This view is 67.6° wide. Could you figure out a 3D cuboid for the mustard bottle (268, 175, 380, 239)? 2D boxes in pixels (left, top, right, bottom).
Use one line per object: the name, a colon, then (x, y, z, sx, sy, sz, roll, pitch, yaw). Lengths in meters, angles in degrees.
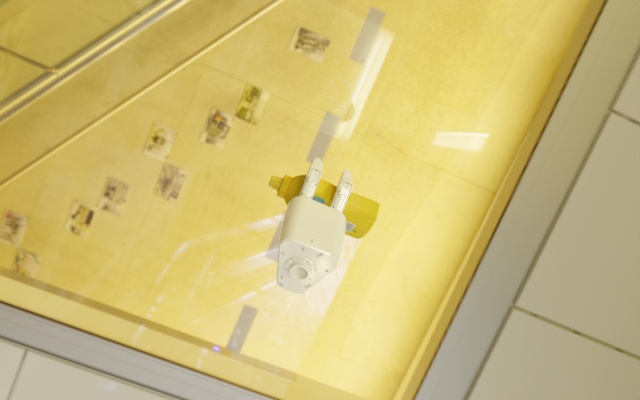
mustard bottle: (0.000, 0.003, 0.836, 0.191, 0.058, 0.096, 23, -30, -7)
